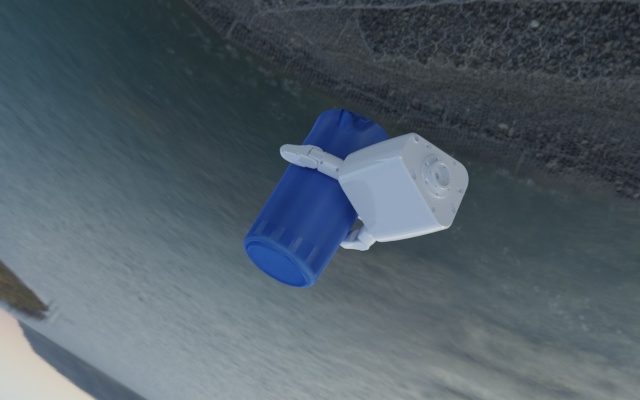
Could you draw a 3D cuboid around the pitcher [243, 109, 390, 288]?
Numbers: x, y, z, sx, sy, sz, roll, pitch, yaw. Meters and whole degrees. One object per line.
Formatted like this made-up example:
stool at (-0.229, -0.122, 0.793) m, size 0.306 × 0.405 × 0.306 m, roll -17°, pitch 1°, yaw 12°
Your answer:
pitcher at (0.000, 0.002, 0.677) m, size 0.149 × 0.242 × 0.145 m, roll 45°, pitch -32°, yaw -21°
